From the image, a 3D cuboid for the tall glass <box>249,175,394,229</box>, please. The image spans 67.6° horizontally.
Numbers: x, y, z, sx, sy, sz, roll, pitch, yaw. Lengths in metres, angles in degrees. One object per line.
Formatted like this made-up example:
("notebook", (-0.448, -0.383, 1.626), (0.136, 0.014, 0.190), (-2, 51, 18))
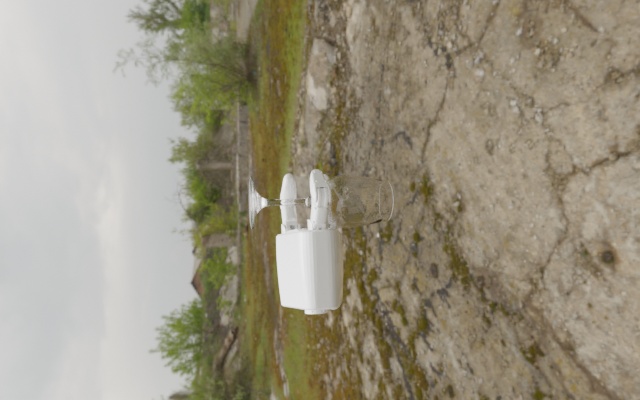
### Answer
("tall glass", (-0.001, 0.002, 0.687), (0.201, 0.079, 0.079), (-1, 0, -12))
